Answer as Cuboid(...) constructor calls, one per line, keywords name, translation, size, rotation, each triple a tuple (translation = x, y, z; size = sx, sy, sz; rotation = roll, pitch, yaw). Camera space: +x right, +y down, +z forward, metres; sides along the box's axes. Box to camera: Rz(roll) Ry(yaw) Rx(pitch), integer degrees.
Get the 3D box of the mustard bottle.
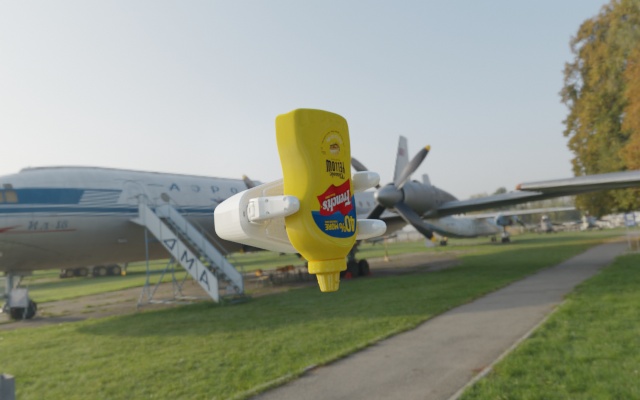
Cuboid(name="mustard bottle", translation=(0.000, 0.001, 0.519), size=(0.058, 0.191, 0.096), rotation=(-9, -7, 36))
